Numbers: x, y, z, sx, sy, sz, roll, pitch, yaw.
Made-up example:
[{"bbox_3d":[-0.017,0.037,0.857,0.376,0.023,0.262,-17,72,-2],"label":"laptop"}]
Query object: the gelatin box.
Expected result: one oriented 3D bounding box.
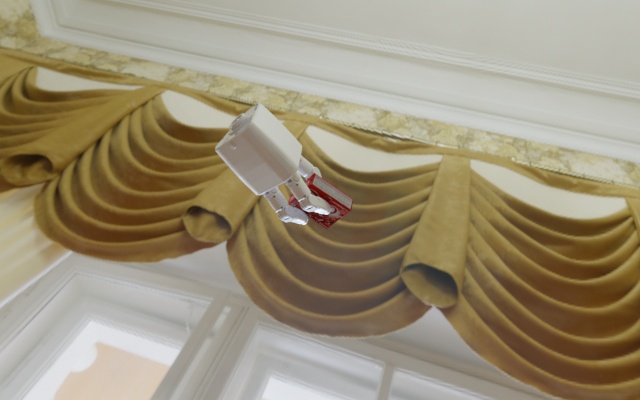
[{"bbox_3d":[0.000,0.003,0.832,0.089,0.030,0.073,33,-46,-17],"label":"gelatin box"}]
